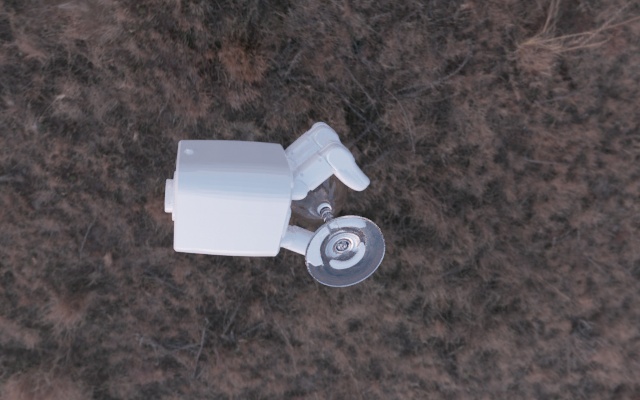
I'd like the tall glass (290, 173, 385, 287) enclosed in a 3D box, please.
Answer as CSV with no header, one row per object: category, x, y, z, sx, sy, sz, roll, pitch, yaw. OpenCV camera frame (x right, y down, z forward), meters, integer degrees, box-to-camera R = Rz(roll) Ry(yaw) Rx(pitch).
tall glass,0.000,0.002,0.509,0.079,0.079,0.201,0,27,-14
